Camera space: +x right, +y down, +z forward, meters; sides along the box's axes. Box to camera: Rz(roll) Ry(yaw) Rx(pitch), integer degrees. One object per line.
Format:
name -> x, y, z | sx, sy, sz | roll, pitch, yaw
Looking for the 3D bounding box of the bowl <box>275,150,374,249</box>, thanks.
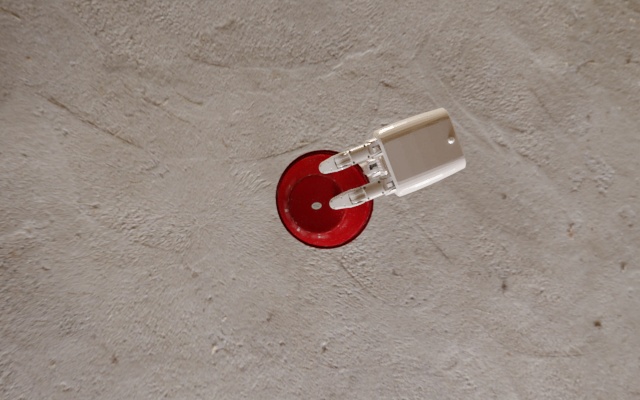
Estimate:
bowl -> -0.001, 0.003, 0.742 | 0.162, 0.162, 0.055 | 0, 7, 12
